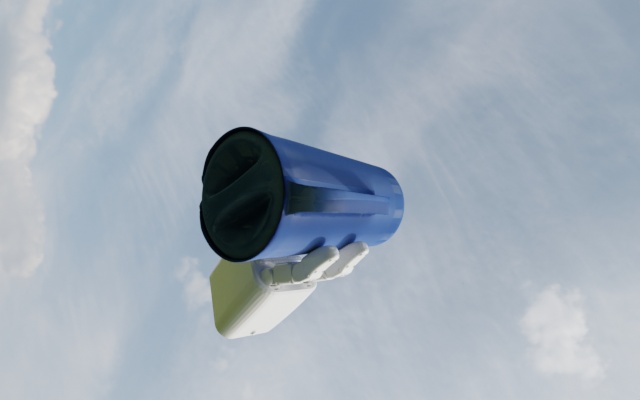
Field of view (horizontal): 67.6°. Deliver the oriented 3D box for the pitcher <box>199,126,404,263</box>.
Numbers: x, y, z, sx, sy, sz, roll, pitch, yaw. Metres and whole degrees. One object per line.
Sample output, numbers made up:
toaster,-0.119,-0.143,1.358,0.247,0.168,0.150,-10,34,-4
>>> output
pitcher,0.000,0.002,0.546,0.243,0.149,0.145,5,-47,-49
